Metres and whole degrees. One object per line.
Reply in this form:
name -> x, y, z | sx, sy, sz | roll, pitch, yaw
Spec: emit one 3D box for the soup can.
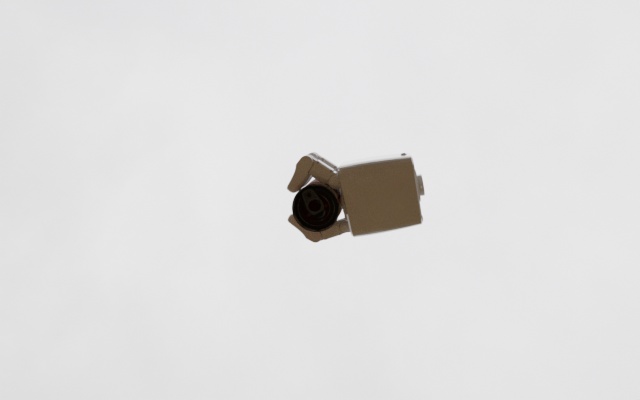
soup can -> 0.000, 0.002, 0.713 | 0.068, 0.068, 0.102 | 0, 10, 8
